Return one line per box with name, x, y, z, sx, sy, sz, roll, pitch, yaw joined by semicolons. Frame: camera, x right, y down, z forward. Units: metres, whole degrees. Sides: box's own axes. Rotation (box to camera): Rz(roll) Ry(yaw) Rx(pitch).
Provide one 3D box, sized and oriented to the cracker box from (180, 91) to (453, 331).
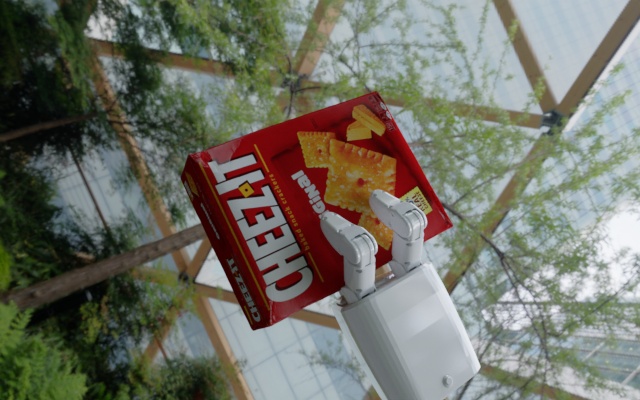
cracker box;0.000;0.002;0.464;0.213;0.164;0.072;-24;-8;-26
